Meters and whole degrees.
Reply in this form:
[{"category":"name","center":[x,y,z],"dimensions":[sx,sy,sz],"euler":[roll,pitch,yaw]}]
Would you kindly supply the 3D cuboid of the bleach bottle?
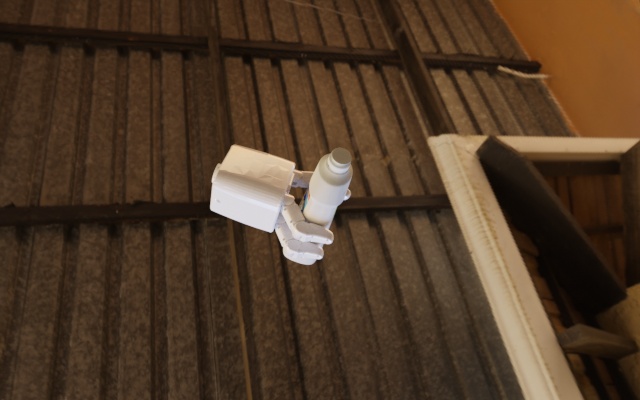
[{"category":"bleach bottle","center":[0.000,0.003,0.740],"dimensions":[0.068,0.102,0.251],"euler":[18,-36,-4]}]
